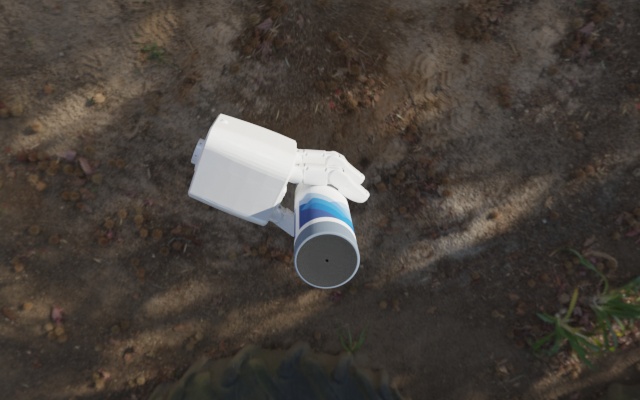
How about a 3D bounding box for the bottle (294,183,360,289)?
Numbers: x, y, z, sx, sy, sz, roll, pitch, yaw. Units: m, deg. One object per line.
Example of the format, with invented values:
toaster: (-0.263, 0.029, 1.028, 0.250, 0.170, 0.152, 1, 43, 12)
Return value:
bottle: (0.000, 0.002, 0.613, 0.069, 0.069, 0.295, 0, 24, -3)
